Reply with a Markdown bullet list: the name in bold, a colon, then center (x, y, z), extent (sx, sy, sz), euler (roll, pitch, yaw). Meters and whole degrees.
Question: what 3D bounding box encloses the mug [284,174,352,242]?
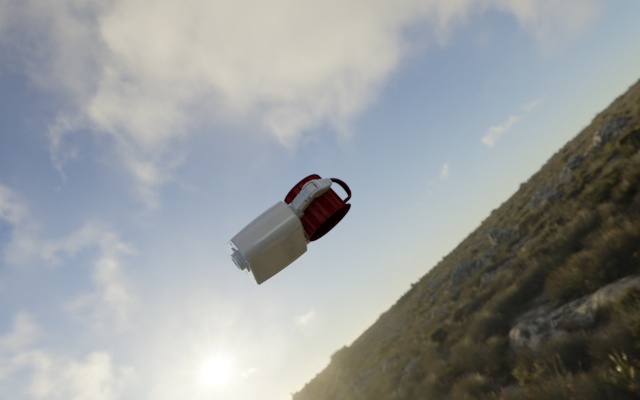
- **mug**: center (0.001, 0.002, 0.814), extent (0.117, 0.081, 0.093), euler (-37, -15, -20)
